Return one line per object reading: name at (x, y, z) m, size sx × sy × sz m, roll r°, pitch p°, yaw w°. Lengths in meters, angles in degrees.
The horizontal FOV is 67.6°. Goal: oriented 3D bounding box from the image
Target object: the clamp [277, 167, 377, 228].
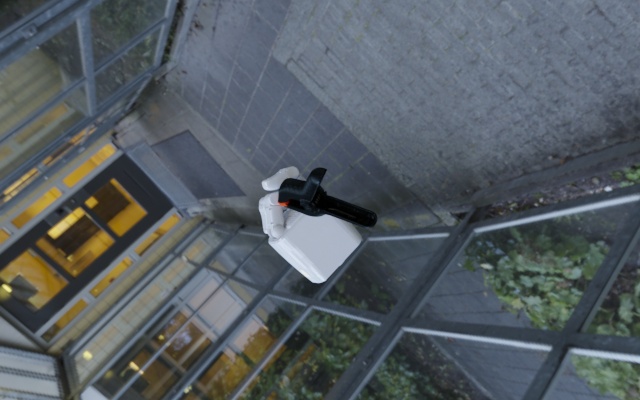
clamp at (0.000, 0.003, 0.679) m, size 0.120 × 0.039 × 0.171 m, roll 43°, pitch -20°, yaw -20°
